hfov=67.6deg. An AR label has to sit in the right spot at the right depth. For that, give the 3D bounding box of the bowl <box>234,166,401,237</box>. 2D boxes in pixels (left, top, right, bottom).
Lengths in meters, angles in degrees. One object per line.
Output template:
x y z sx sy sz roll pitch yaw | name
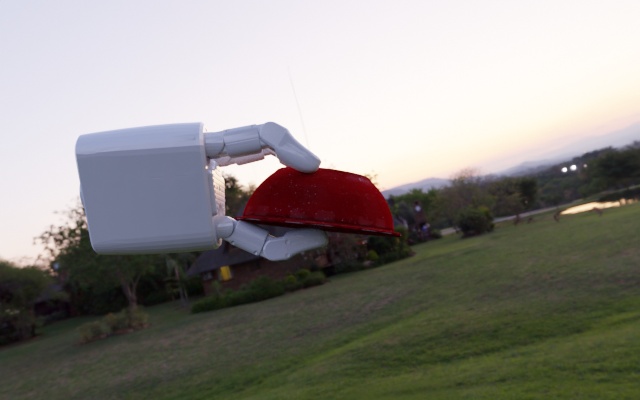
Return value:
0.001 0.001 0.467 0.162 0.055 0.162 6 -5 1 | bowl
